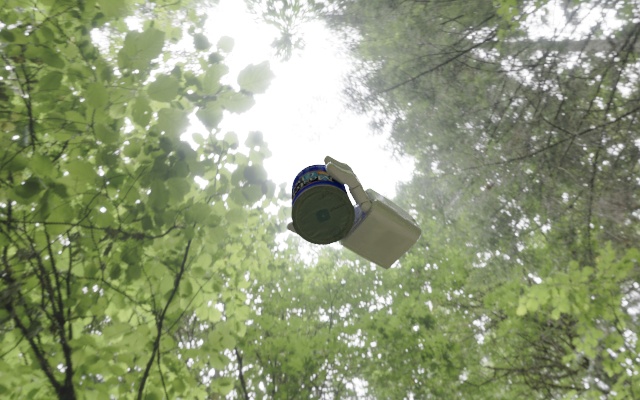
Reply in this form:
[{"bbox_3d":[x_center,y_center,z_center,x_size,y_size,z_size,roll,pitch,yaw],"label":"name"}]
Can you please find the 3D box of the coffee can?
[{"bbox_3d":[0.000,0.003,0.828,0.103,0.103,0.140,0,19,-4],"label":"coffee can"}]
